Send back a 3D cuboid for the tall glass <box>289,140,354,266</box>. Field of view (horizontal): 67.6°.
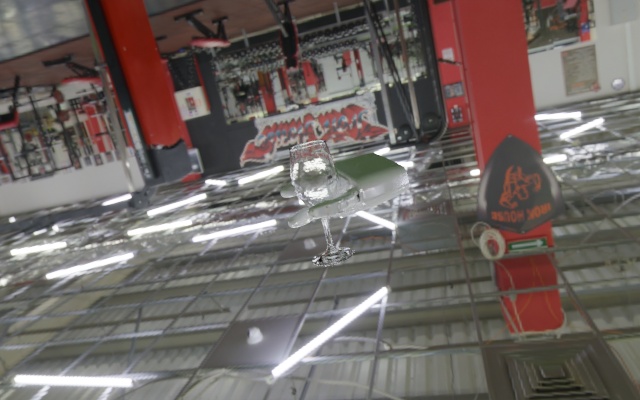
[{"bbox_3d":[0.000,0.003,0.799,0.079,0.201,0.079,-13,13,3],"label":"tall glass"}]
